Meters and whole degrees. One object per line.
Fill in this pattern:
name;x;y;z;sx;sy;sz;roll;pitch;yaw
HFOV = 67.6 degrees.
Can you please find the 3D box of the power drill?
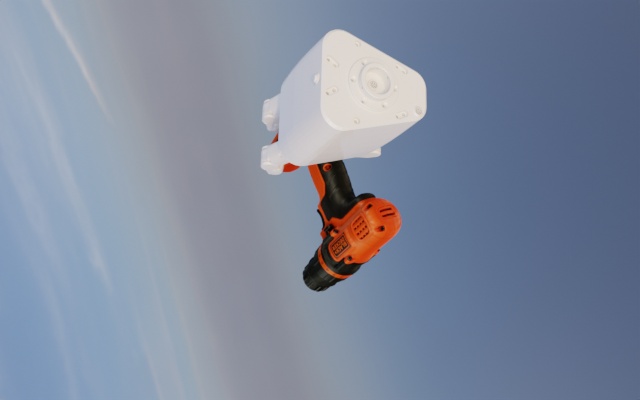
power drill;0.000;0.001;0.572;0.057;0.187;0.184;-14;-23;-38
